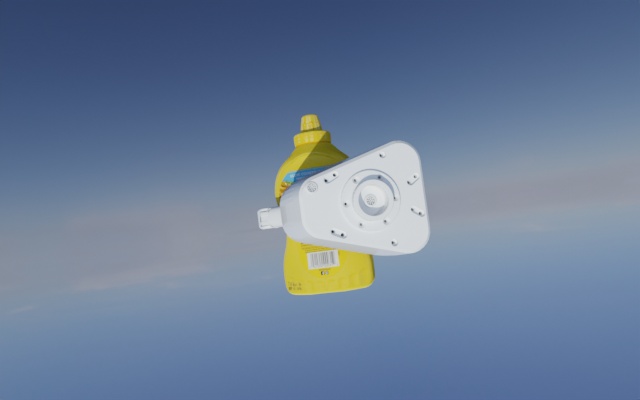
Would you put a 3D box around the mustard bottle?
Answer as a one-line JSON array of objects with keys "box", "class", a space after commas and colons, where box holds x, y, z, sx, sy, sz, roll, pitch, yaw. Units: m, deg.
[{"box": [0.000, 0.002, 0.521, 0.096, 0.191, 0.058, -8, -3, 13], "class": "mustard bottle"}]
